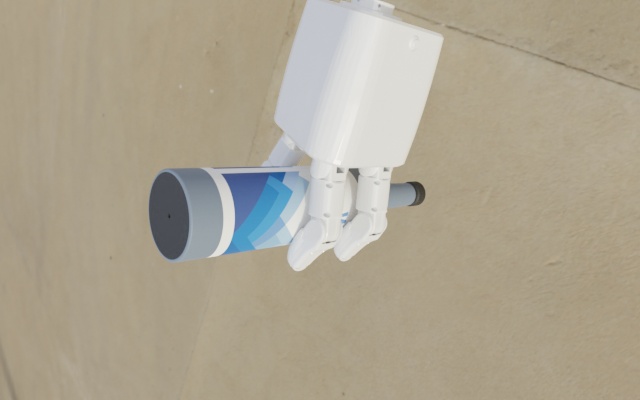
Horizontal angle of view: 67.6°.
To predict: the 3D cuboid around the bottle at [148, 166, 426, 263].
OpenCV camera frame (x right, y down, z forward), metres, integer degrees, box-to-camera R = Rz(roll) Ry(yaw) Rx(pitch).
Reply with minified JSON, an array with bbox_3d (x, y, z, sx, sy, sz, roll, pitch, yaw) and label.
[{"bbox_3d":[0.000,0.002,0.435,0.295,0.069,0.069,-5,3,-43],"label":"bottle"}]
